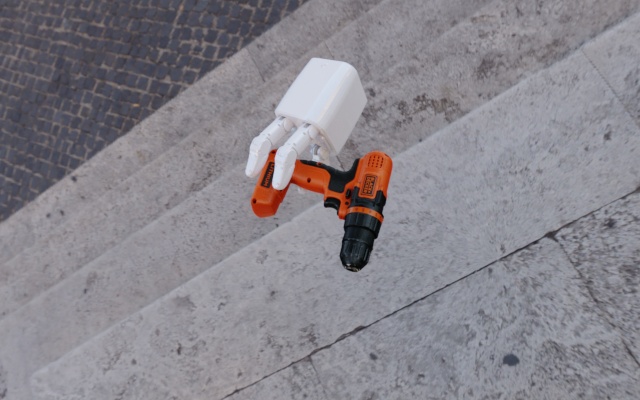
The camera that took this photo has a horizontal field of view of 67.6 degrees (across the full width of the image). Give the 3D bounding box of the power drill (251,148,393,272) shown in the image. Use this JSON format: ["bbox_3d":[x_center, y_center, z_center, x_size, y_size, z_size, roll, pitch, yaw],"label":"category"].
[{"bbox_3d":[0.000,0.002,0.687,0.187,0.184,0.057,11,-28,13],"label":"power drill"}]
